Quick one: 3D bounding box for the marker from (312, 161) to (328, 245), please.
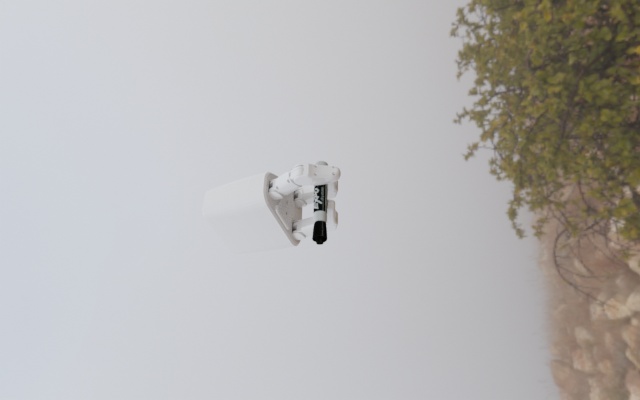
[{"bbox_3d":[0.000,0.002,0.615,0.020,0.121,0.020,1,-33,1],"label":"marker"}]
